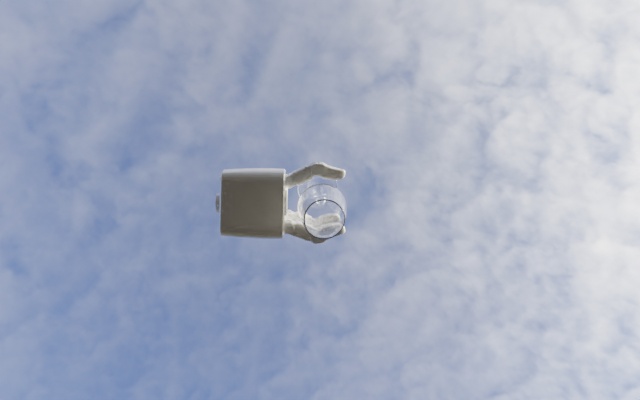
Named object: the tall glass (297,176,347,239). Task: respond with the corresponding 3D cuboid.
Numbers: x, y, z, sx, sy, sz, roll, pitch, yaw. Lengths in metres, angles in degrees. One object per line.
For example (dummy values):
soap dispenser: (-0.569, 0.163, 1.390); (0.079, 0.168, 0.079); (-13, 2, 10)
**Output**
tall glass: (0.000, 0.002, 0.792); (0.079, 0.079, 0.201); (0, 15, -4)
